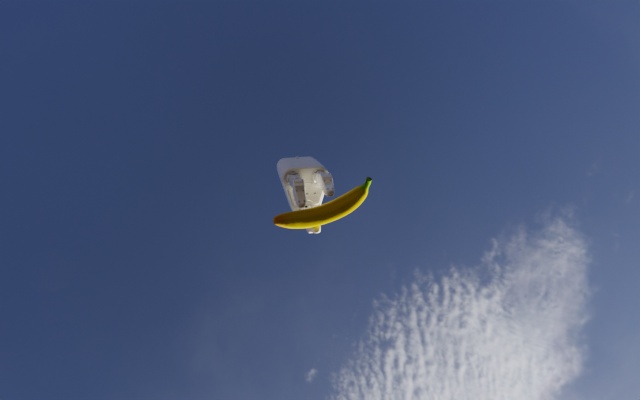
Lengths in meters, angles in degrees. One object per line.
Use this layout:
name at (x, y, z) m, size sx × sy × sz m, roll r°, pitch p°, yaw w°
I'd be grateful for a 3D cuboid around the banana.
banana at (0.009, 0.014, 0.904) m, size 0.198 × 0.070 × 0.037 m, roll -25°, pitch 41°, yaw 0°
